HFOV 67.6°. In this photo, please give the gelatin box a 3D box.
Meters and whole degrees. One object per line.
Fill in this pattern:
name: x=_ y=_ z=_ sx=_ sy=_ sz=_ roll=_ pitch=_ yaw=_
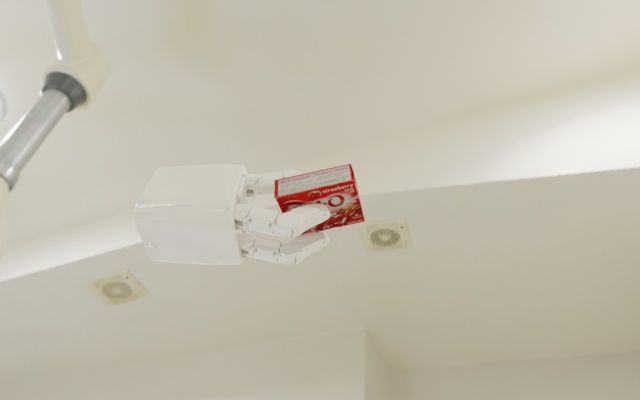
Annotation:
gelatin box: x=0.000 y=0.001 z=0.537 sx=0.089 sy=0.030 sz=0.073 roll=-12 pitch=-42 yaw=7
